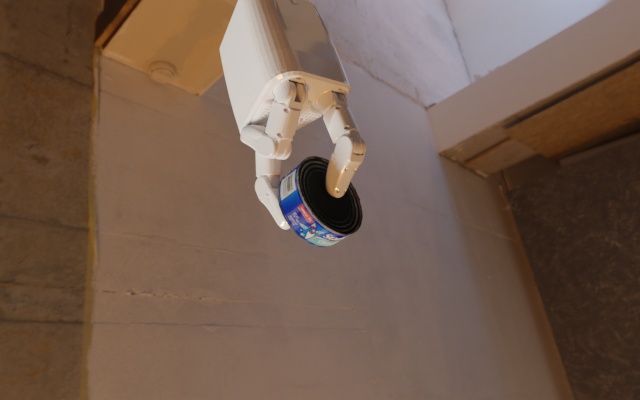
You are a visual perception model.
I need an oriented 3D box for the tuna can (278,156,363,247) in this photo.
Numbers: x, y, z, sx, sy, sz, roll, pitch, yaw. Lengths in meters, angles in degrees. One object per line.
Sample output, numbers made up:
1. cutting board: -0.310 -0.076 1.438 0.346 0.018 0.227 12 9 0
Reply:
1. tuna can: 0.000 0.002 0.468 0.034 0.086 0.086 -34 -21 35
